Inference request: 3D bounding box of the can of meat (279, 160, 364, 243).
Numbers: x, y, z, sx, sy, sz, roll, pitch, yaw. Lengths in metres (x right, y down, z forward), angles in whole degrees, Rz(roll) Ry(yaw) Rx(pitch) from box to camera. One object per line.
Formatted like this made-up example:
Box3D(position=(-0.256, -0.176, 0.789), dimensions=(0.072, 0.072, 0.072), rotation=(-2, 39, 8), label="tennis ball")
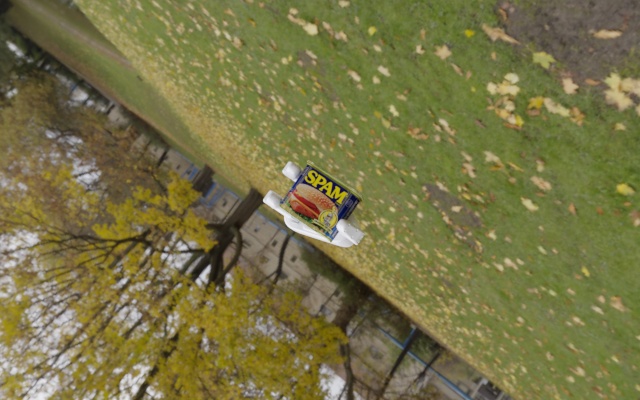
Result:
Box3D(position=(0.000, 0.003, 0.724), dimensions=(0.102, 0.084, 0.057), rotation=(34, -3, 14), label="can of meat")
